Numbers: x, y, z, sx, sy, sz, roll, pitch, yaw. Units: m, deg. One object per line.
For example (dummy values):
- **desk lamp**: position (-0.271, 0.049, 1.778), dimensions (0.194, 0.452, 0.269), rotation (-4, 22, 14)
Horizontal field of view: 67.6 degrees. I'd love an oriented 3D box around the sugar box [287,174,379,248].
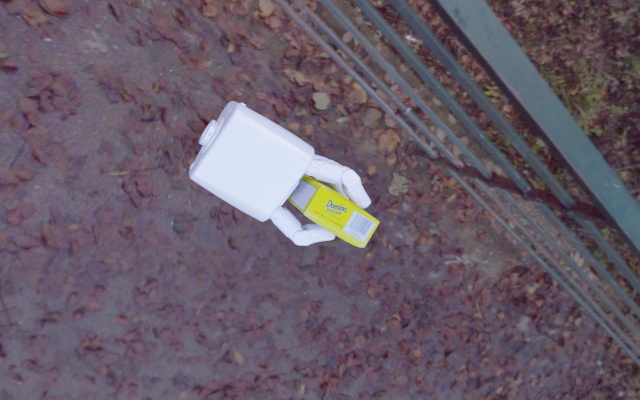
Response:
- **sugar box**: position (0.000, 0.002, 0.638), dimensions (0.093, 0.048, 0.176), rotation (32, 3, -22)
